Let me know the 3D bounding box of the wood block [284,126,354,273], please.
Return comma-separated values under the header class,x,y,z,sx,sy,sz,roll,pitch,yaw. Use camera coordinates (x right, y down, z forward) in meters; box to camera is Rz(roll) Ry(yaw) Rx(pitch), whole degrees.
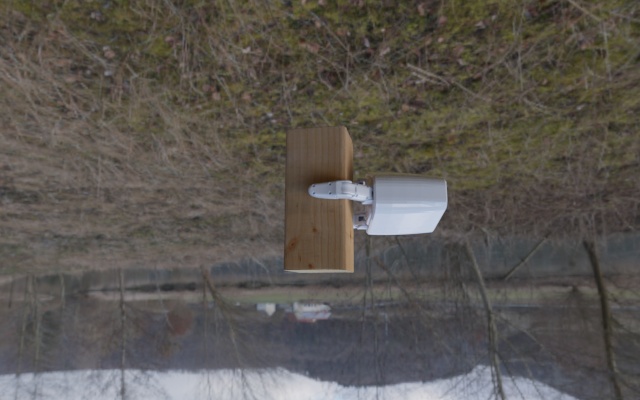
class,x,y,z,sx,sy,sz,roll,pitch,yaw
wood block,0.000,0.002,0.715,0.090,0.206,0.091,-2,-11,11
